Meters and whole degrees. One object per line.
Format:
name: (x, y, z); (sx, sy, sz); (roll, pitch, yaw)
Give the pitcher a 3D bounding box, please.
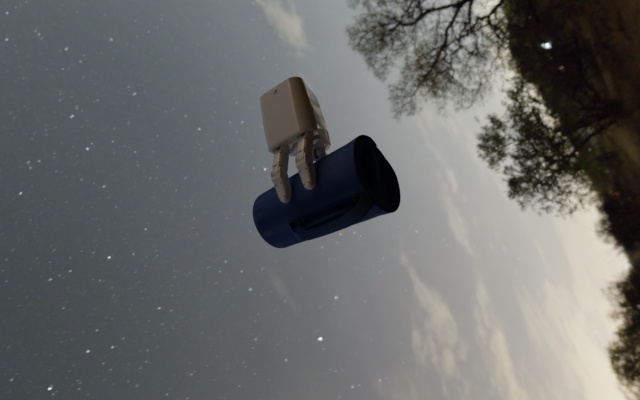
pitcher: (0.000, 0.002, 0.806); (0.243, 0.145, 0.149); (-25, -18, 31)
